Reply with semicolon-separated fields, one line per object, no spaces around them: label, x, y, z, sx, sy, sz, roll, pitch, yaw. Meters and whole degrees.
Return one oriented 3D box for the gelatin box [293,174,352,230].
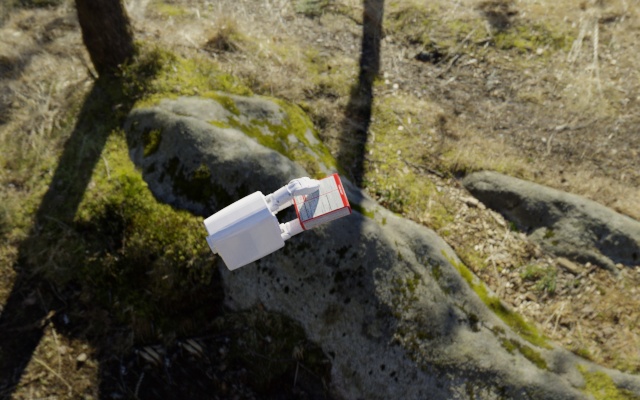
gelatin box;0.000;0.002;0.821;0.089;0.073;0.030;-21;-36;4
